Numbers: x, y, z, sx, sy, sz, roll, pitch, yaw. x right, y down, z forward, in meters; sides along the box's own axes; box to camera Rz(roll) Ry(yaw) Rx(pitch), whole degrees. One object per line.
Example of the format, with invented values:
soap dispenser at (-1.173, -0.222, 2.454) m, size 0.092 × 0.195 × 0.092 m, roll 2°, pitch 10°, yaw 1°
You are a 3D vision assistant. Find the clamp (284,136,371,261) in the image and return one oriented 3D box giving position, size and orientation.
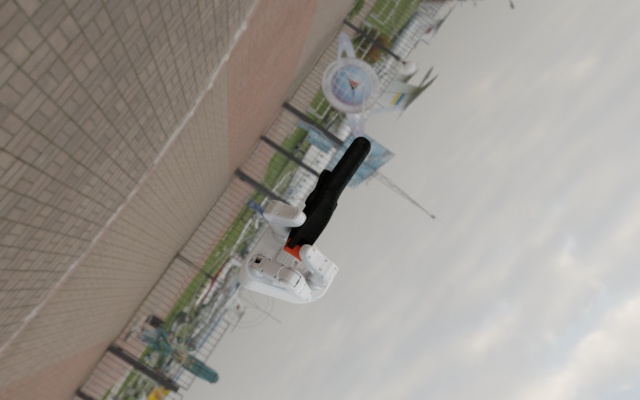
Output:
clamp at (0.001, 0.002, 0.614) m, size 0.039 × 0.171 × 0.120 m, roll 34°, pitch -22°, yaw -3°
